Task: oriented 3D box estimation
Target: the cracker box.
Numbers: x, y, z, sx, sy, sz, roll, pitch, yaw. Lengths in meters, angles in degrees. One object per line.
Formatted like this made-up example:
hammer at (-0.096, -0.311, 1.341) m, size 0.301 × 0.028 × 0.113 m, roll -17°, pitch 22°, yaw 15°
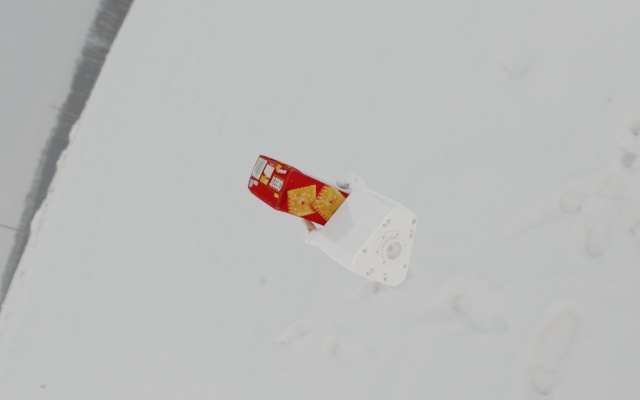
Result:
cracker box at (0.000, 0.002, 0.806) m, size 0.214 × 0.072 × 0.164 m, roll 23°, pitch 2°, yaw -28°
